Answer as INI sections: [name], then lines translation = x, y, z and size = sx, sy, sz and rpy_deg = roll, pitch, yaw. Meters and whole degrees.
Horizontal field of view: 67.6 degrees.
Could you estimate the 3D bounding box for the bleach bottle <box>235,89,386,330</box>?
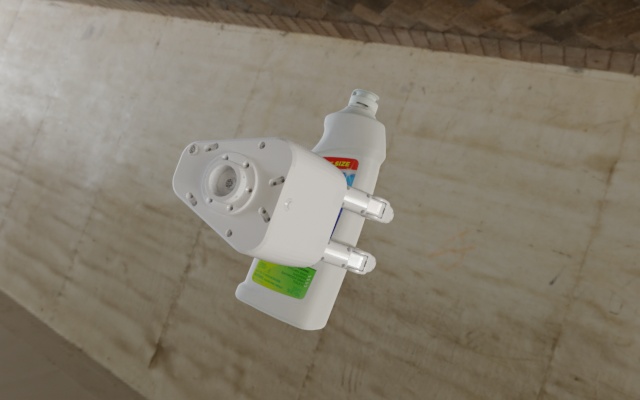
[bleach bottle]
translation = 0.000, 0.002, 0.510
size = 0.102, 0.251, 0.068
rpy_deg = 19, -3, 25
